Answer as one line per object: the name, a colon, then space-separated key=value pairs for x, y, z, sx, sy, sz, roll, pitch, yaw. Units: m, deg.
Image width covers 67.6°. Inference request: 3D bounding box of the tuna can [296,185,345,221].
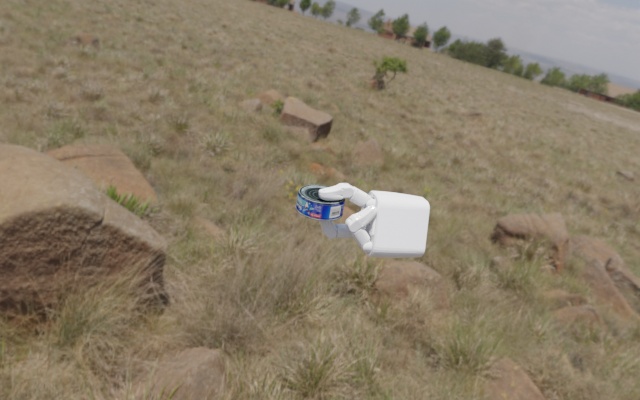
tuna can: x=0.000 y=0.002 z=0.847 sx=0.086 sy=0.034 sz=0.086 roll=8 pitch=23 yaw=-3
